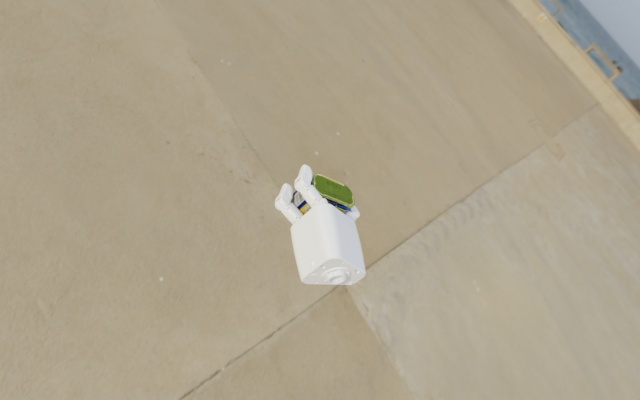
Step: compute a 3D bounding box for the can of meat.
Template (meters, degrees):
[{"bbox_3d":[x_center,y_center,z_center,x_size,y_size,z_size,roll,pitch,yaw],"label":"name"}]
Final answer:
[{"bbox_3d":[0.000,0.003,0.879,0.102,0.057,0.084,21,-47,-34],"label":"can of meat"}]
